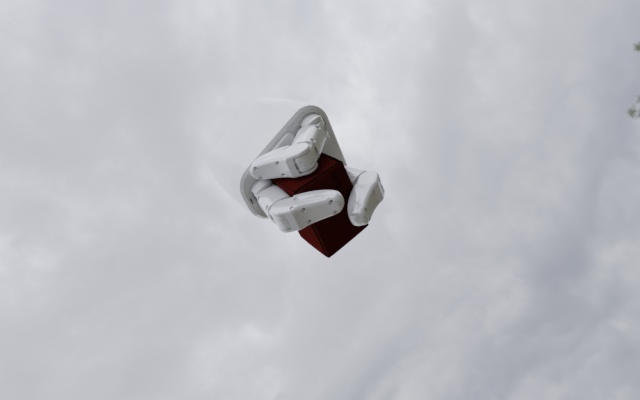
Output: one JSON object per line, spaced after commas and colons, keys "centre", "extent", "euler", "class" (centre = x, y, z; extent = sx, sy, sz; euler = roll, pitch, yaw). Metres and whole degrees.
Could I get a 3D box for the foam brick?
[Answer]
{"centre": [0.000, 0.002, 0.440], "extent": [0.053, 0.078, 0.051], "euler": [-36, 33, -18], "class": "foam brick"}
